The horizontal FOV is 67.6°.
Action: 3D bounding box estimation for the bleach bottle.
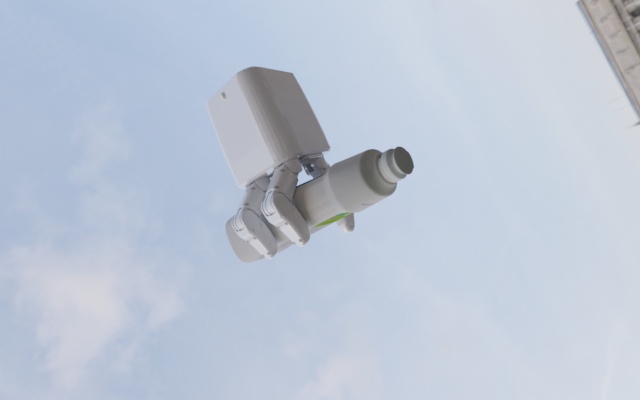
[{"bbox_3d":[0.000,0.002,0.529,0.251,0.068,0.102,-26,-3,43],"label":"bleach bottle"}]
